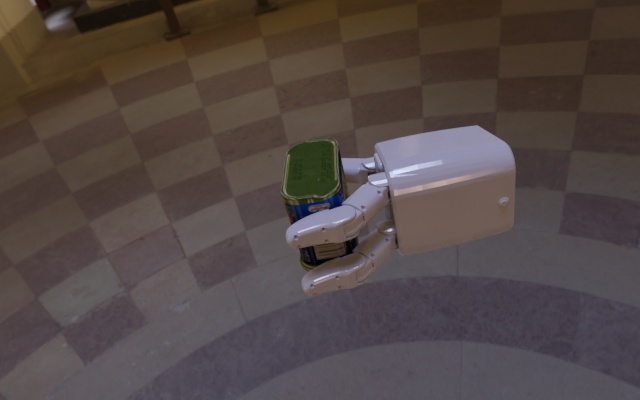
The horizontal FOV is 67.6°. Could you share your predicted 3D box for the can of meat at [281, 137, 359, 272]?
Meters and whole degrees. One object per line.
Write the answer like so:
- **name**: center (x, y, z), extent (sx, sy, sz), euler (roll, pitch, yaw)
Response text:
- **can of meat**: center (0.000, 0.001, 0.449), extent (0.057, 0.084, 0.102), euler (-10, 36, 7)
